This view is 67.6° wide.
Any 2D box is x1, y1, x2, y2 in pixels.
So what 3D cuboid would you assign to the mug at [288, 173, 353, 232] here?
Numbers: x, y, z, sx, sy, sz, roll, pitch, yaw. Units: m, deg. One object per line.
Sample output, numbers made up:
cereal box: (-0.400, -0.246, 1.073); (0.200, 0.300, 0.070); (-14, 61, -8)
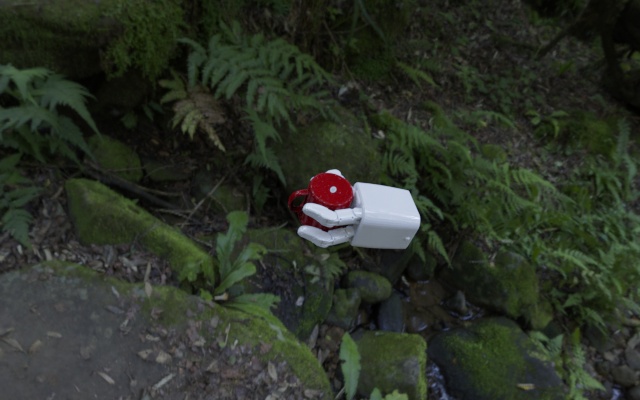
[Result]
mug: (-0.001, 0.002, 0.864); (0.117, 0.093, 0.082); (6, -41, -11)
